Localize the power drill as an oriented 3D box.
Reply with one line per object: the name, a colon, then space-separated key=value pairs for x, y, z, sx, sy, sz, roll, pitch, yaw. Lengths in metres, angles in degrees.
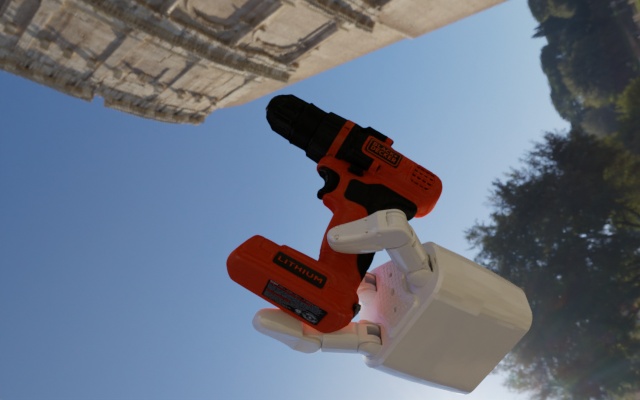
power drill: x=0.000 y=0.002 z=0.413 sx=0.184 sy=0.187 sz=0.057 roll=30 pitch=-33 yaw=4
